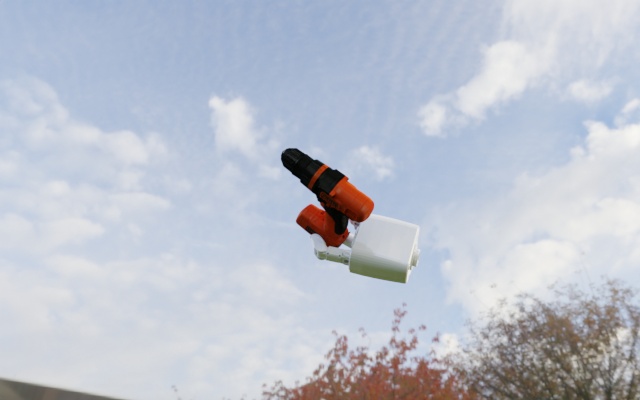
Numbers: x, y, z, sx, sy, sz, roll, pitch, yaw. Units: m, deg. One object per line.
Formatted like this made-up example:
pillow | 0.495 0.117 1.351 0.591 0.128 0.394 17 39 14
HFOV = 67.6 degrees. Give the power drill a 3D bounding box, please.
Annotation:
power drill | 0.000 0.003 0.863 0.184 0.057 0.188 38 -25 12
